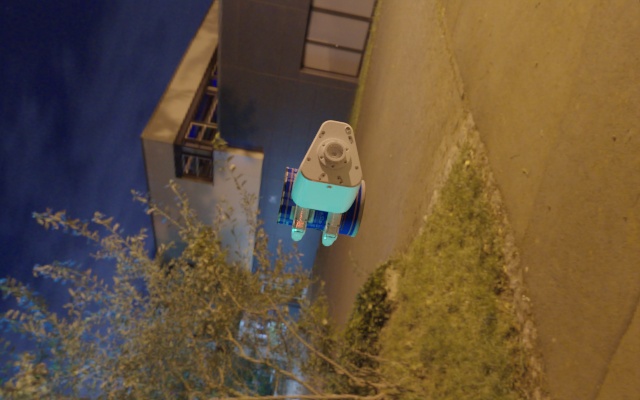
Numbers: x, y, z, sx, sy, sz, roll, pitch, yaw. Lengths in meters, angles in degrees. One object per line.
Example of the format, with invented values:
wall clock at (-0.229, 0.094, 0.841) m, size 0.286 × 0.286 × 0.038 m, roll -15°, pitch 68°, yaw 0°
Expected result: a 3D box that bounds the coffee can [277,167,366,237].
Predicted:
coffee can at (0.000, 0.003, 0.848) m, size 0.140 × 0.103 × 0.103 m, roll 10°, pitch -1°, yaw -5°
